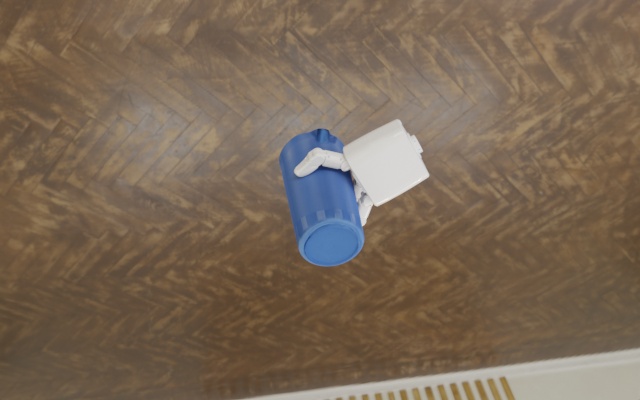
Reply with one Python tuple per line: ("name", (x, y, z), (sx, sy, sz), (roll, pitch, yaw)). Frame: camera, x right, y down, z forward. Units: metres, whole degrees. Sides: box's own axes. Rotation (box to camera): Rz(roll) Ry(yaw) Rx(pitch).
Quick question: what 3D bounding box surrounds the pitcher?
("pitcher", (0.000, 0.003, 0.851), (0.145, 0.242, 0.149), (-29, -50, 15))
